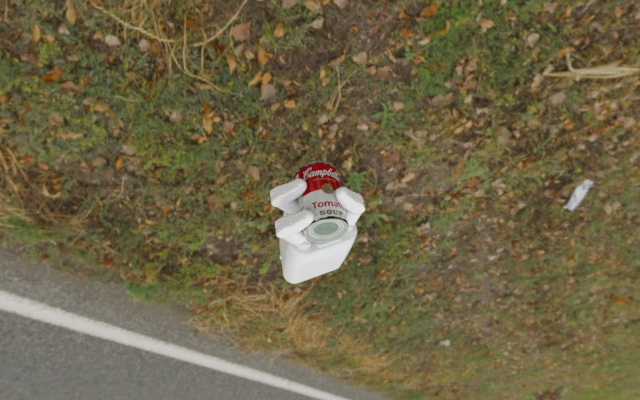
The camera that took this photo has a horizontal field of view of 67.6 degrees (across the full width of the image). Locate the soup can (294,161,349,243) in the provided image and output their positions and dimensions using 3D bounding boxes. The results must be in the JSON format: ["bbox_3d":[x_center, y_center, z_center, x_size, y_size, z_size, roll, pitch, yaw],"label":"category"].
[{"bbox_3d":[0.000,0.002,0.706,0.068,0.102,0.069,-7,-34,-5],"label":"soup can"}]
